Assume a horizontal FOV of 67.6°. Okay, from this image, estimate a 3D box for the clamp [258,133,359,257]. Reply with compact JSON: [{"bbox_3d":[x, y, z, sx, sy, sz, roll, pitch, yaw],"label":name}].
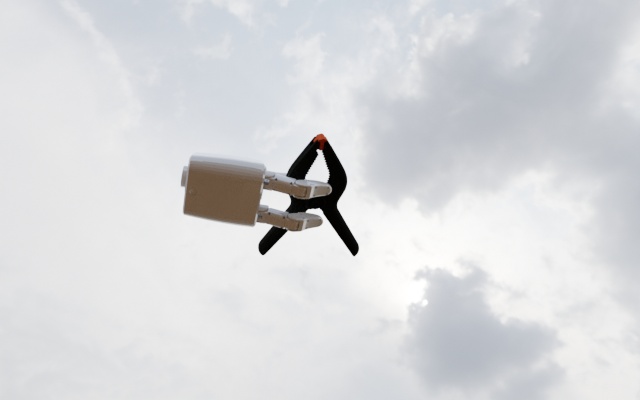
[{"bbox_3d":[0.000,0.002,0.740,0.164,0.210,0.036,8,24,-14],"label":"clamp"}]
